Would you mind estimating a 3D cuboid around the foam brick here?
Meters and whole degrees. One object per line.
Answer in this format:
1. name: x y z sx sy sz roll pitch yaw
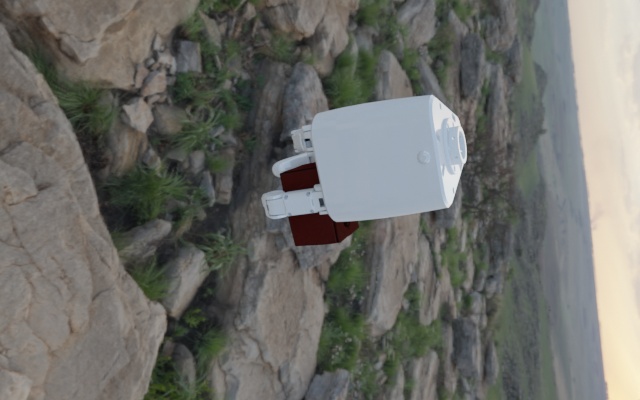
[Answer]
1. foam brick: 0.000 0.002 0.479 0.051 0.078 0.053 -6 11 27
